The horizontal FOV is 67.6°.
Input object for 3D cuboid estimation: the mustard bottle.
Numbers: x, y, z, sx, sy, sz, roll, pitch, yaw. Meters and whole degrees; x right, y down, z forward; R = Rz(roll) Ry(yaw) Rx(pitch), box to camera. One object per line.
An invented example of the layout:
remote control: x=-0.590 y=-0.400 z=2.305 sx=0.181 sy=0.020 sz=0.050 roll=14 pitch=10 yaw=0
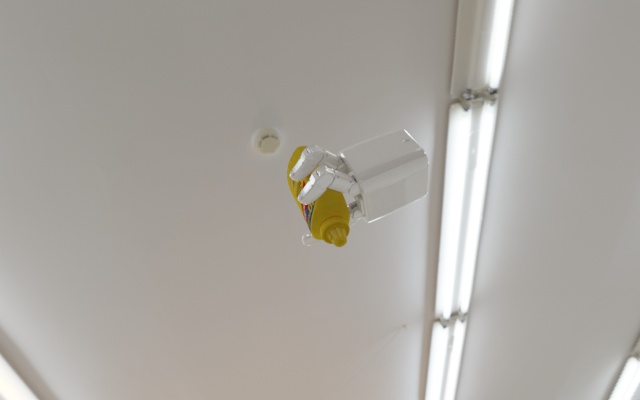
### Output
mustard bottle: x=0.000 y=0.002 z=0.713 sx=0.058 sy=0.096 sz=0.191 roll=-3 pitch=36 yaw=-19
